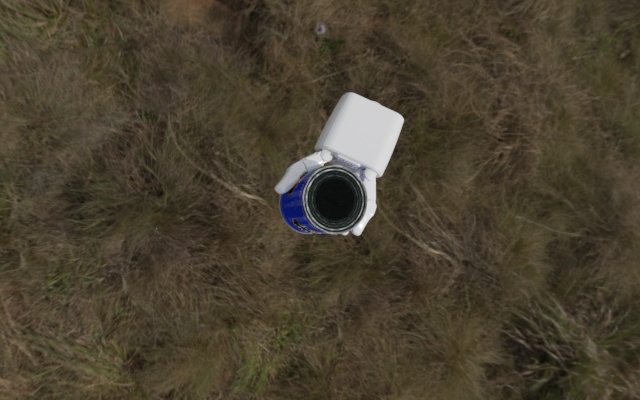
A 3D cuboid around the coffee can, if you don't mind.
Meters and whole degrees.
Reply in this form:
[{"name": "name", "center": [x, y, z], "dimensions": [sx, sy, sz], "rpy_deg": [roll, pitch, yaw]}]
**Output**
[{"name": "coffee can", "center": [0.000, 0.003, 0.762], "dimensions": [0.103, 0.103, 0.140], "rpy_deg": [0, -3, -19]}]
